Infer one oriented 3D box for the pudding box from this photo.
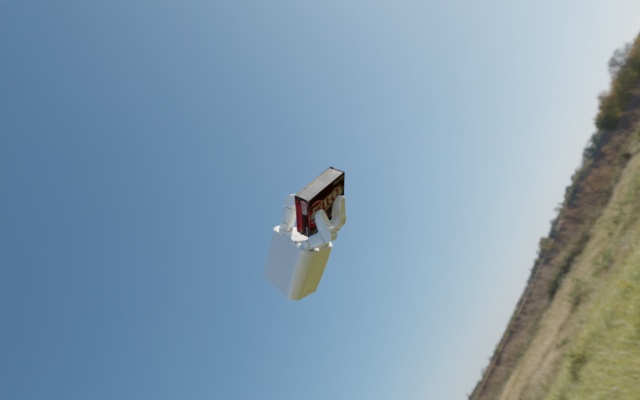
[{"bbox_3d":[0.000,0.003,0.888,0.039,0.090,0.113,24,46,26],"label":"pudding box"}]
